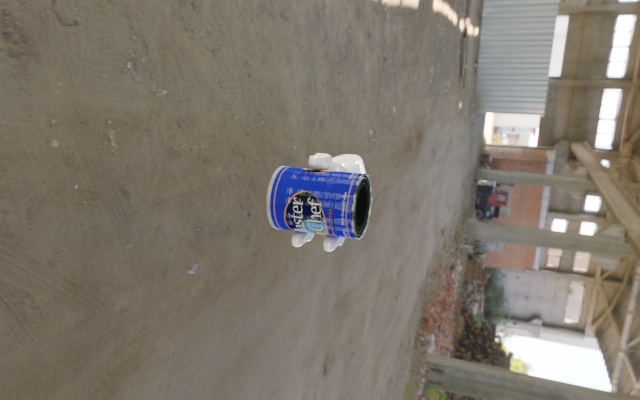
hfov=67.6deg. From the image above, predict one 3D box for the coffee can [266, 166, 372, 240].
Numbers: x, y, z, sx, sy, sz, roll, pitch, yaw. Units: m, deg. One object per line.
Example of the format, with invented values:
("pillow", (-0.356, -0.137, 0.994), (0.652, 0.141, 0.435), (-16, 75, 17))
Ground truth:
("coffee can", (0.000, 0.002, 0.747), (0.140, 0.103, 0.103), (6, 2, 20))
